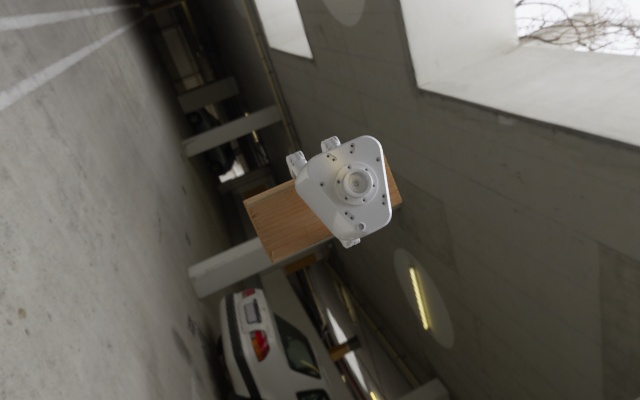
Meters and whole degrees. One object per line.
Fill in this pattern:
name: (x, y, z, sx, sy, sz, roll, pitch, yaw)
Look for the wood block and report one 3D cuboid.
wood block: (0.000, 0.003, 0.704, 0.206, 0.091, 0.090, -24, 8, -10)
